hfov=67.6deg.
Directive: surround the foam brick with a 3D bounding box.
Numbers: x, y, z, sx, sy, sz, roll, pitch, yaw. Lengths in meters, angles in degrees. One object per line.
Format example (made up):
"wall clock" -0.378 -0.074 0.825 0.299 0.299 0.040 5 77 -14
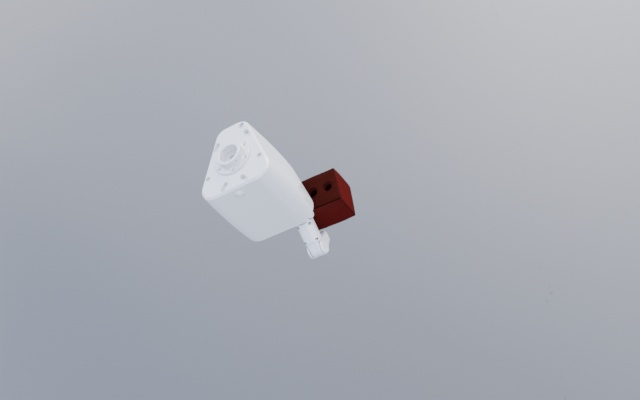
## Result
"foam brick" 0.000 0.002 0.649 0.078 0.053 0.051 -23 -39 15
